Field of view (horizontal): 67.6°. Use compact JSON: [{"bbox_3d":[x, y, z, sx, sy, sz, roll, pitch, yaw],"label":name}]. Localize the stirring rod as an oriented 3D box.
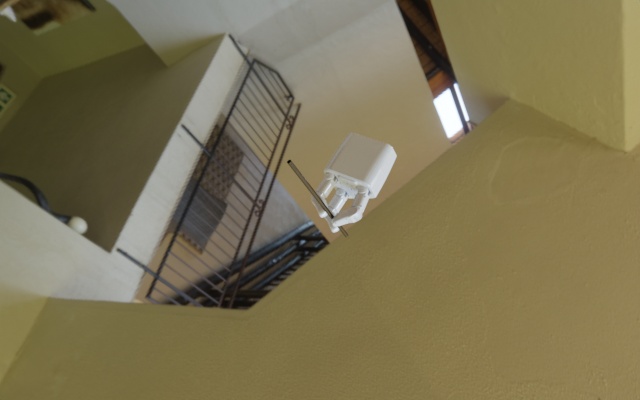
[{"bbox_3d":[0.000,0.003,0.892,0.011,0.011,0.240,0,-35,33],"label":"stirring rod"}]
